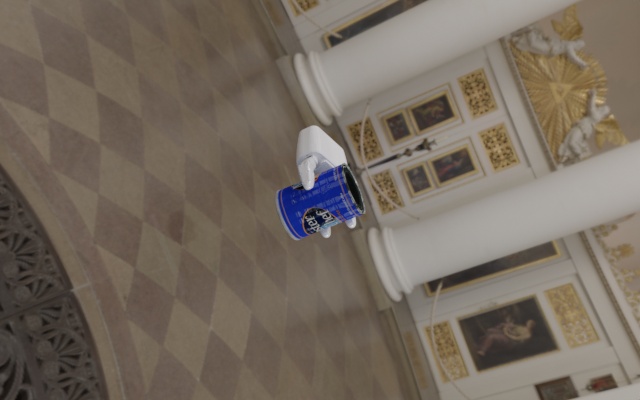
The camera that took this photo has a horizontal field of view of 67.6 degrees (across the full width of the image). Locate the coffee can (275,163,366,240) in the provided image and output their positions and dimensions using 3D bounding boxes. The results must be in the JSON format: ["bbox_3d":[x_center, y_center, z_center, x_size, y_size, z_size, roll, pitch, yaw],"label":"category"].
[{"bbox_3d":[0.000,0.003,0.895,0.140,0.103,0.103,-22,-6,15],"label":"coffee can"}]
